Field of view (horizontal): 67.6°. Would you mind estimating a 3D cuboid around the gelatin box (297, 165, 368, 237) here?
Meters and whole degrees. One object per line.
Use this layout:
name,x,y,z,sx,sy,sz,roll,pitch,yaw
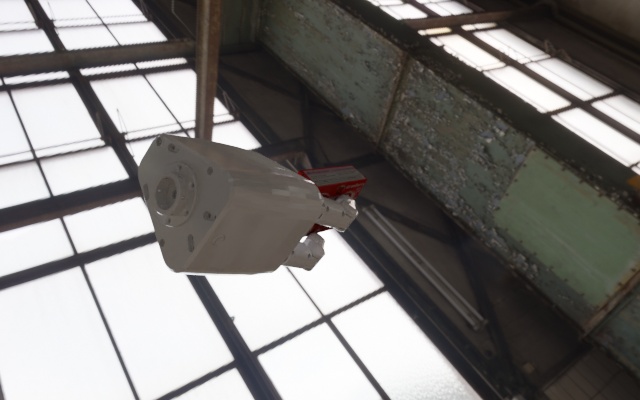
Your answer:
gelatin box,0.000,0.001,0.504,0.030,0.073,0.089,45,33,25
